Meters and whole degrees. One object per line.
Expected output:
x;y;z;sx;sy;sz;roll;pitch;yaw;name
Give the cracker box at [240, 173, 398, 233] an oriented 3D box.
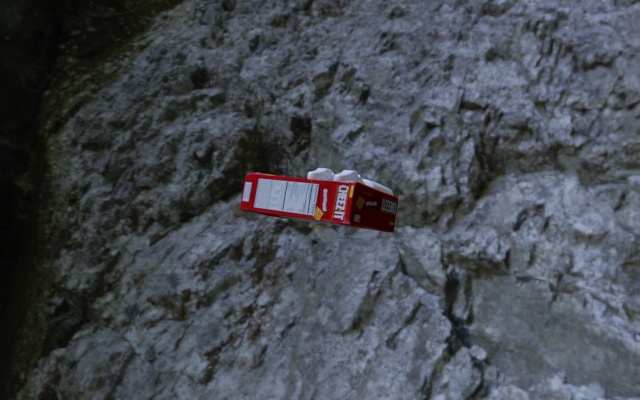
0.000;0.003;0.807;0.213;0.072;0.164;6;-4;32;cracker box
